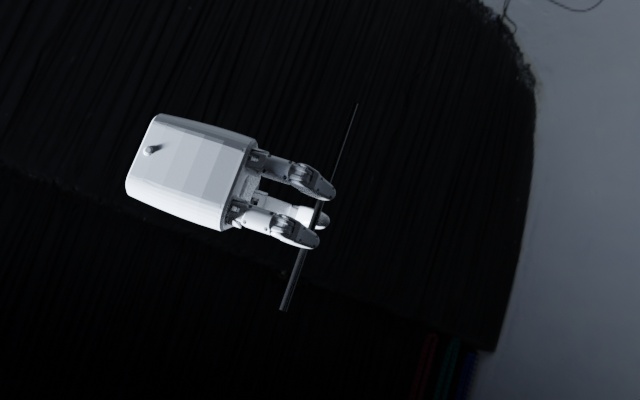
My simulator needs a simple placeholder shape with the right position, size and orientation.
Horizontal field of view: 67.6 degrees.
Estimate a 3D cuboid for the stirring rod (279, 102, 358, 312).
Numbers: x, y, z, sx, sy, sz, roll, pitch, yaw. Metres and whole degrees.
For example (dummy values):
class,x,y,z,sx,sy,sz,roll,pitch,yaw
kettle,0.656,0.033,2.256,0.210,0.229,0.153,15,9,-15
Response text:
class,x,y,z,sx,sy,sz,roll,pitch,yaw
stirring rod,0.000,0.002,0.513,0.011,0.239,0.011,18,-12,4
